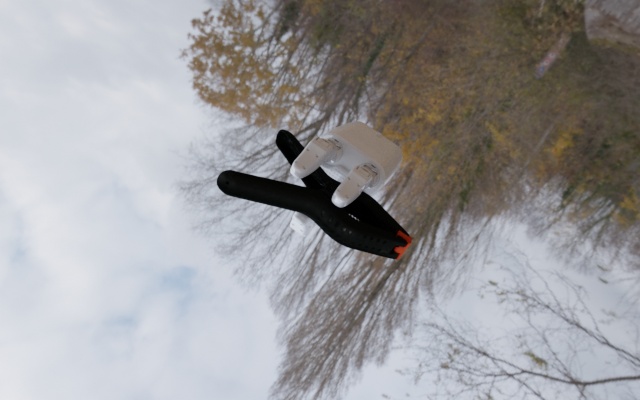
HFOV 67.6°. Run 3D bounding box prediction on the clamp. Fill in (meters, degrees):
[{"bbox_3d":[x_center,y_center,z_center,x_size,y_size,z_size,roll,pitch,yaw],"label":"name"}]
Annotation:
[{"bbox_3d":[0.000,0.003,0.521,0.210,0.036,0.164,36,32,9],"label":"clamp"}]
